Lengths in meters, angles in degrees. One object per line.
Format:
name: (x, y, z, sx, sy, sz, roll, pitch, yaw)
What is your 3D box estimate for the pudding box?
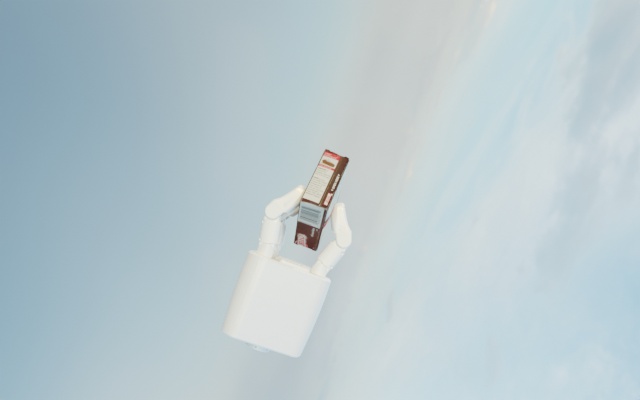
pudding box: (0.000, 0.002, 0.634, 0.039, 0.090, 0.114, 21, -33, 4)
